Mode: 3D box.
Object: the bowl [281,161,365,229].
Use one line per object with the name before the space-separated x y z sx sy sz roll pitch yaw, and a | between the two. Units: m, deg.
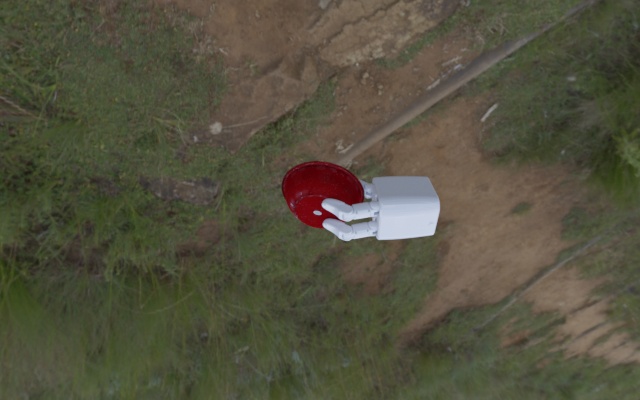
bowl | -0.001 0.003 0.900 0.162 0.055 0.162 7 -43 6
